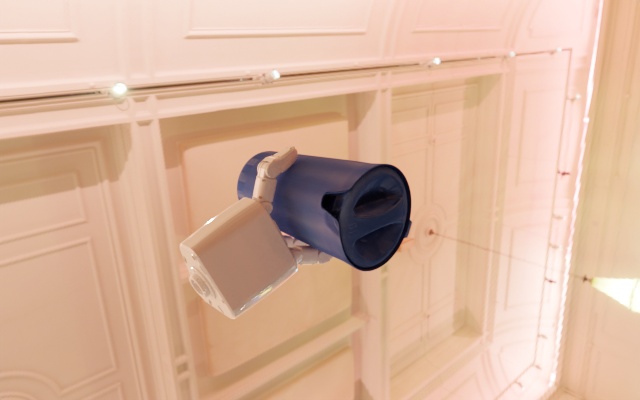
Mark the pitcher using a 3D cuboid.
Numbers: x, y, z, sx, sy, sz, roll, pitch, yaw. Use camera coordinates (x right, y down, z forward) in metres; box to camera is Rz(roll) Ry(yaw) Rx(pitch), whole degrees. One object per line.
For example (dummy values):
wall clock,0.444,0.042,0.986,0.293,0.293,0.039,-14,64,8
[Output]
pitcher,0.000,0.002,0.665,0.145,0.149,0.243,-38,35,-30
